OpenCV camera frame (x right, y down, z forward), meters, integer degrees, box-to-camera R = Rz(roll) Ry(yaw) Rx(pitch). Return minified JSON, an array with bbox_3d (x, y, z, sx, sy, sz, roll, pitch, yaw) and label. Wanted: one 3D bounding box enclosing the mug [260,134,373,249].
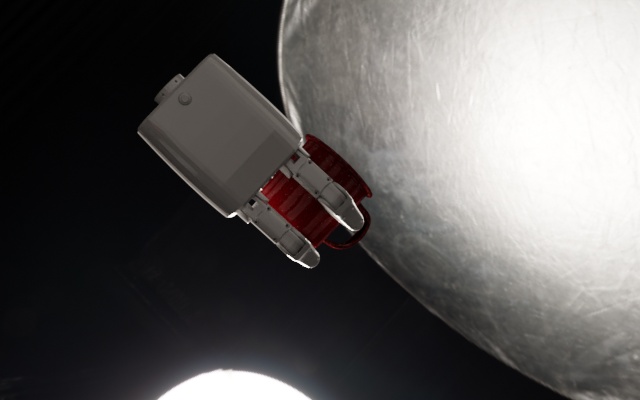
[{"bbox_3d":[0.001,0.003,0.490,0.117,0.081,0.093,44,-5,-15],"label":"mug"}]
